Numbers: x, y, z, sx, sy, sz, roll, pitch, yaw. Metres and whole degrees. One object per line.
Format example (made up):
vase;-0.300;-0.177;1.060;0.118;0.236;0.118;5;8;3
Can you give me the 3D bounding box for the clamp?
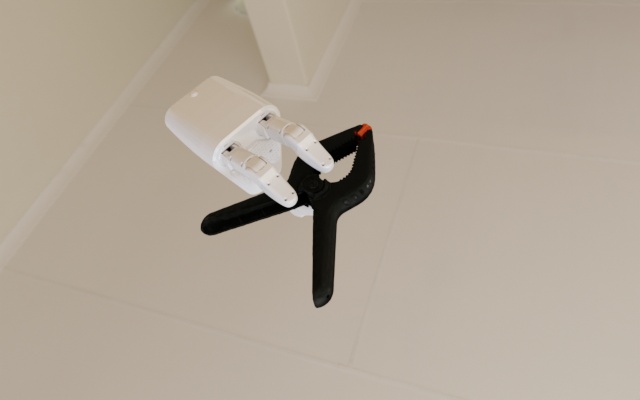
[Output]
clamp;0.000;0.002;0.500;0.164;0.210;0.036;35;-22;29
